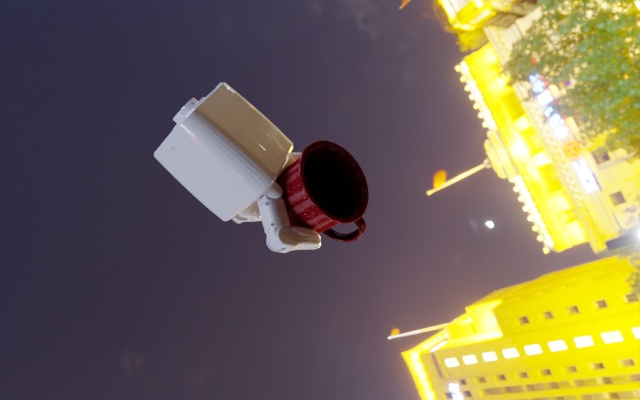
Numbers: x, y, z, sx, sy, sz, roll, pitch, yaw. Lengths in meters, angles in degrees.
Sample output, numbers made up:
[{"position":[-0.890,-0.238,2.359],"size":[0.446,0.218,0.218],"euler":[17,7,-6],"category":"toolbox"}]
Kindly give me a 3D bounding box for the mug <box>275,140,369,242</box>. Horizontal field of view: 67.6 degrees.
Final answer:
[{"position":[0.001,0.003,0.528],"size":[0.081,0.117,0.093],"euler":[-30,21,45],"category":"mug"}]
